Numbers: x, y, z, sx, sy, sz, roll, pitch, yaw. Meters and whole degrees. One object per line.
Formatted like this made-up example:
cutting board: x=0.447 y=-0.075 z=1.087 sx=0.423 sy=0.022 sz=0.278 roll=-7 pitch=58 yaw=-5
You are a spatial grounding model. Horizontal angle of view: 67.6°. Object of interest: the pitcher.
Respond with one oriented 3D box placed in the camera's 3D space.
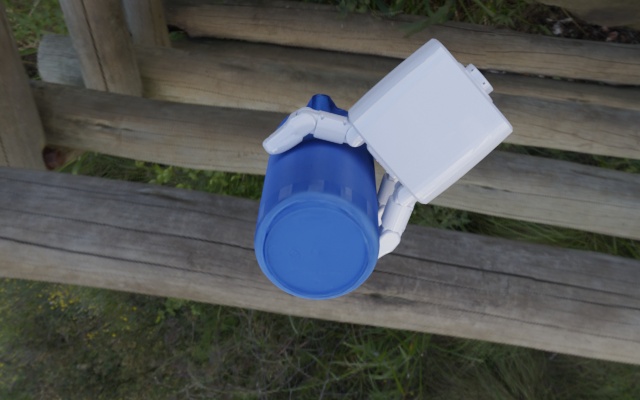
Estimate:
pitcher: x=0.000 y=0.002 z=0.512 sx=0.145 sy=0.149 sz=0.242 roll=-41 pitch=18 yaw=19
